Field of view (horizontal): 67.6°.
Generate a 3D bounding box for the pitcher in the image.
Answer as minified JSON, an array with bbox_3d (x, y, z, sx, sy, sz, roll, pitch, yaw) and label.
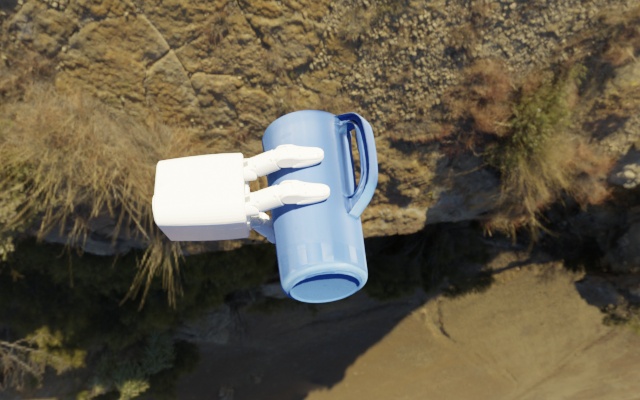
[{"bbox_3d":[0.000,0.002,0.640,0.145,0.242,0.149,-3,-33,-8],"label":"pitcher"}]
